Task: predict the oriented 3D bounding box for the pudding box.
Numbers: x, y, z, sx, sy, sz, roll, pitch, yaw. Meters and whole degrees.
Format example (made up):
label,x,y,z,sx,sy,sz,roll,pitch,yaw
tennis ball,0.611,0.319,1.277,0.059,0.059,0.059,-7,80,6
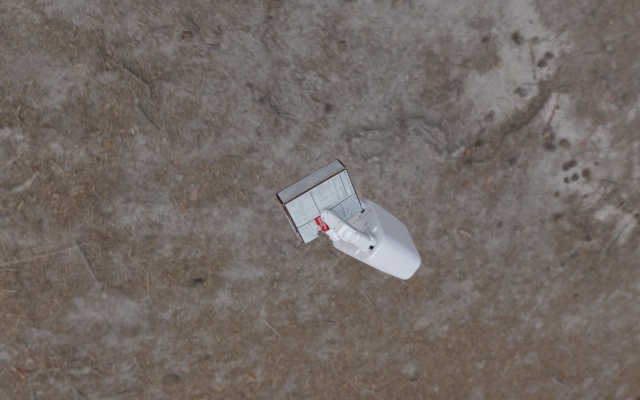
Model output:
label,x,y,z,sx,sy,sz,roll,pitch,yaw
pudding box,0.000,0.003,0.733,0.113,0.090,0.039,-31,36,-8
